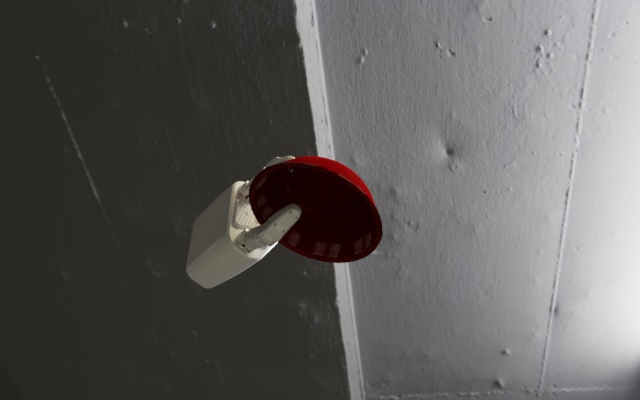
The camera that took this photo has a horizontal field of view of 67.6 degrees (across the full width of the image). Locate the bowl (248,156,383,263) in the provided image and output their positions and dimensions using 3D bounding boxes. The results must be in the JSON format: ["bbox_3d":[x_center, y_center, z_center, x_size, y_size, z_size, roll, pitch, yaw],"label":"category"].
[{"bbox_3d":[0.001,0.001,0.562,0.162,0.162,0.055,0,44,27],"label":"bowl"}]
